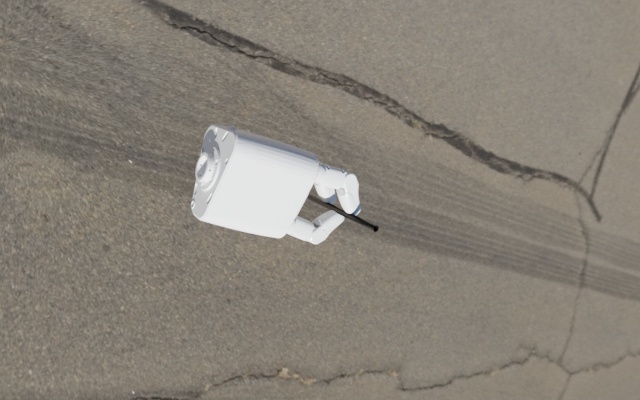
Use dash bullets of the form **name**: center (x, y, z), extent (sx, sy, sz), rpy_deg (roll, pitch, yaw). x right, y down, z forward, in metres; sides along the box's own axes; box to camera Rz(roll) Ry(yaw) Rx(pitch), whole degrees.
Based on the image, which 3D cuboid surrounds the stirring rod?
- **stirring rod**: center (0.000, 0.002, 0.653), extent (0.011, 0.011, 0.239), rpy_deg (0, 15, -34)
